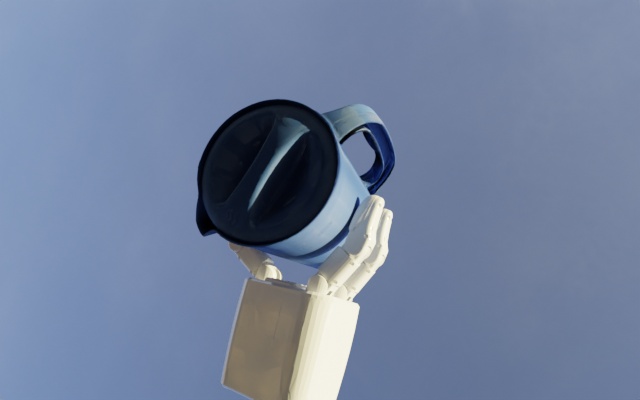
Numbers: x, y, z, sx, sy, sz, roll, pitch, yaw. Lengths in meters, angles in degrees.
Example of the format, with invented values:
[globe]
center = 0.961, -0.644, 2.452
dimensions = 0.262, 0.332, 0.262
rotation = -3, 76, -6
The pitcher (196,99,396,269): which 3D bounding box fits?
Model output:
[pitcher]
center = 0.000, 0.002, 0.500
dimensions = 0.149, 0.145, 0.243
rotation = 8, -14, 23
